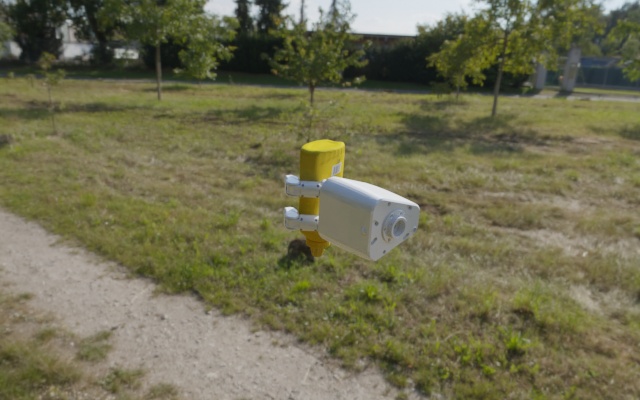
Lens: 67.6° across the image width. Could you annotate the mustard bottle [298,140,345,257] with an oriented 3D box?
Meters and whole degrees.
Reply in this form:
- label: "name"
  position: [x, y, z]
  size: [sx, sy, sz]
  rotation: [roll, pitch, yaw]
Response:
- label: "mustard bottle"
  position: [0.000, 0.002, 0.777]
  size: [0.058, 0.192, 0.096]
  rotation: [12, 21, 24]
